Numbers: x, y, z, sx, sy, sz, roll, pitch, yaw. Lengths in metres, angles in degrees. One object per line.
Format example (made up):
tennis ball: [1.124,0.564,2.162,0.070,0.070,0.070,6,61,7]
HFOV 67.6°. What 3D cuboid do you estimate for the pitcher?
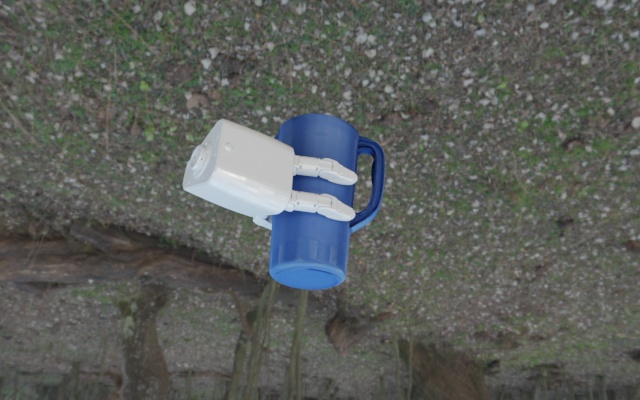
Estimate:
pitcher: [0.000,0.002,0.712,0.145,0.242,0.149,24,-33,-33]
